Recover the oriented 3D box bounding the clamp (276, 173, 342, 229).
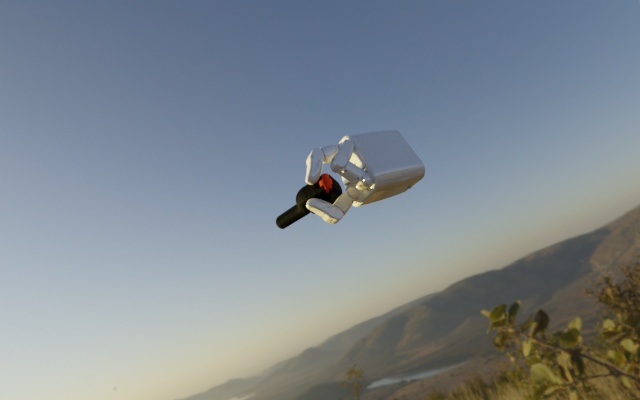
[{"bbox_3d":[0.000,0.002,0.824,0.120,0.039,0.171,-13,-17,-28],"label":"clamp"}]
